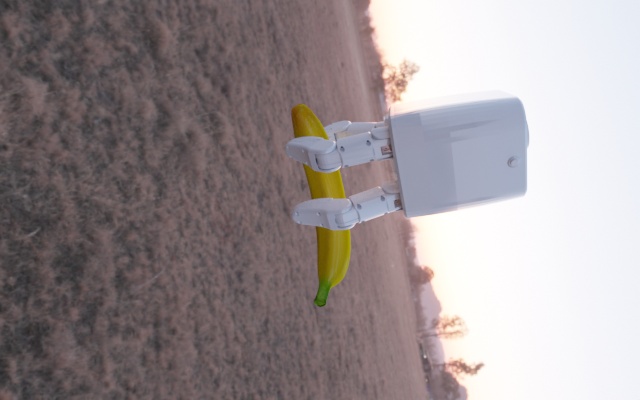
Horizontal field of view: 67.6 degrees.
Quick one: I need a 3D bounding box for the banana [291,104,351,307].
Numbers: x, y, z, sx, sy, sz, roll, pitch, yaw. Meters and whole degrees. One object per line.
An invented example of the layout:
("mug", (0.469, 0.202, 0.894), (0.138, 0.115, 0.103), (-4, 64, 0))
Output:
("banana", (0.005, 0.002, 0.483), (0.037, 0.198, 0.069), (-6, 9, 14))
